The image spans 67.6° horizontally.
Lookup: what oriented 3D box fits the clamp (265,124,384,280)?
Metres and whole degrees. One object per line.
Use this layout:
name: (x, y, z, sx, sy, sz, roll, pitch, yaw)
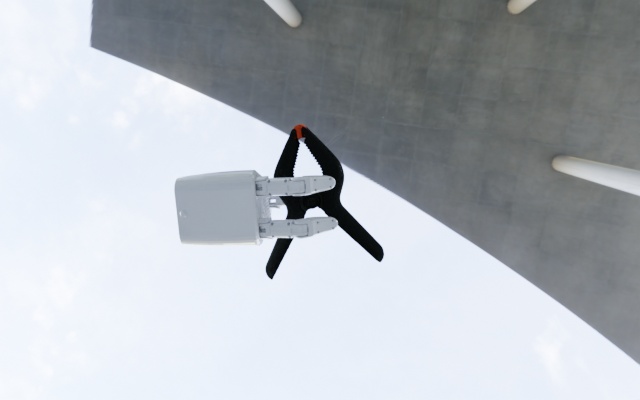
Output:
clamp: (0.000, 0.001, 0.643, 0.164, 0.210, 0.036, -3, 10, 2)
